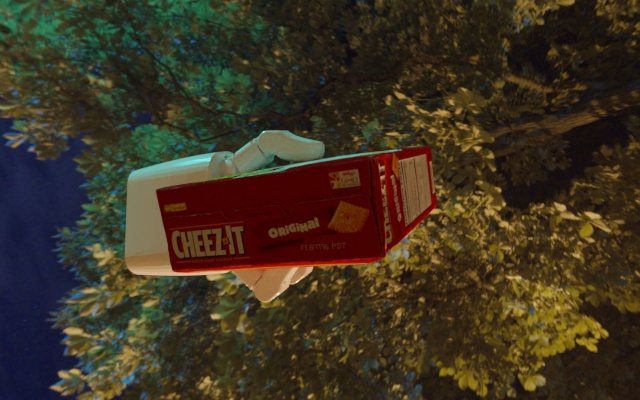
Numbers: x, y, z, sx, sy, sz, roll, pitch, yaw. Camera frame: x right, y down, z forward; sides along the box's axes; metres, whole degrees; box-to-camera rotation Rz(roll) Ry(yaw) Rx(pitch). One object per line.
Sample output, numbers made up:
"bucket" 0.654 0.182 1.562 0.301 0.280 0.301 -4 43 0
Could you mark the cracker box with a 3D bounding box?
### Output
"cracker box" 0.000 0.001 0.407 0.164 0.072 0.213 -7 5 23
